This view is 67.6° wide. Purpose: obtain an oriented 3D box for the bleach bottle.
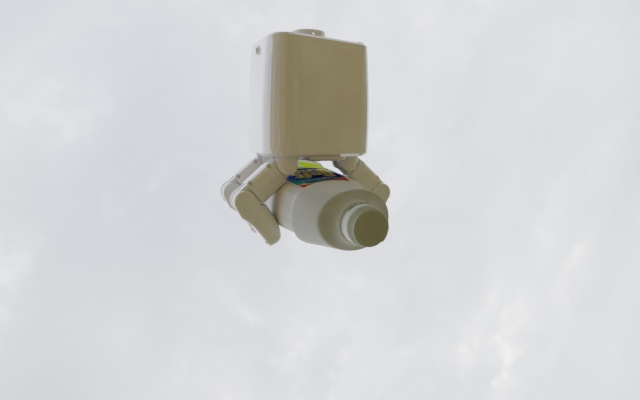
[{"bbox_3d":[0.000,0.002,0.461,0.102,0.068,0.251,-1,9,-21],"label":"bleach bottle"}]
